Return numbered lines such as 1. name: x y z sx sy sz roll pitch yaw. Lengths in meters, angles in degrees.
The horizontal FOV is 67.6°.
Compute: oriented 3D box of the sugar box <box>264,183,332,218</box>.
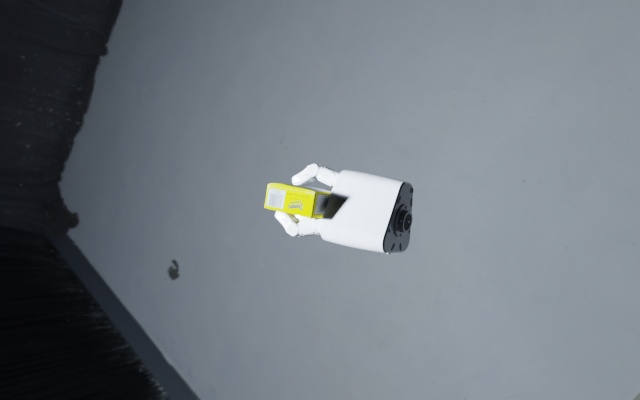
1. sugar box: 0.000 0.003 0.782 0.093 0.048 0.176 12 2 33
